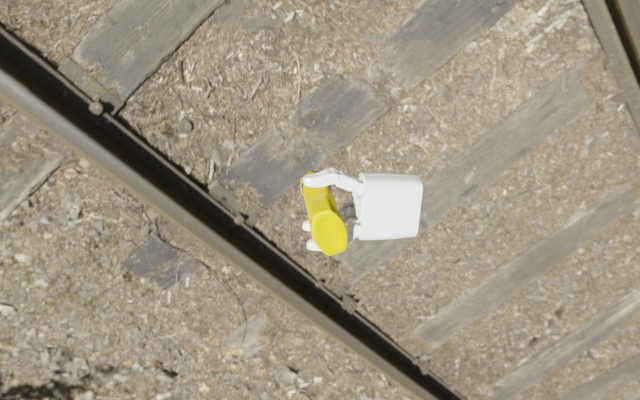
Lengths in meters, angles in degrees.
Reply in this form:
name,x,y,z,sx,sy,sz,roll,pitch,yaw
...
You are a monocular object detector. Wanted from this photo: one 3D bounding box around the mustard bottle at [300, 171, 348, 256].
name,x,y,z,sx,sy,sz,roll,pitch,yaw
mustard bottle,0.000,0.003,0.846,0.058,0.096,0.191,-21,36,3
